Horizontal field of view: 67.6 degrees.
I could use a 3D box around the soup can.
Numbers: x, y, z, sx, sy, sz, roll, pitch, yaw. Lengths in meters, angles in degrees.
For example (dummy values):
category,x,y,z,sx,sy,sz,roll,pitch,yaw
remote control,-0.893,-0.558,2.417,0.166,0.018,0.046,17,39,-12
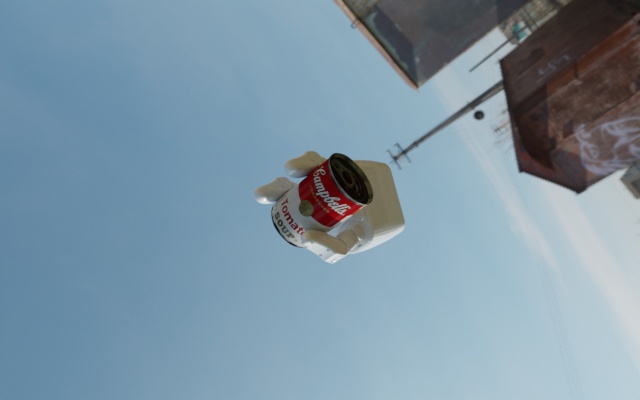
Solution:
category,x,y,z,sx,sy,sz,roll,pitch,yaw
soup can,0.000,0.002,0.547,0.102,0.068,0.068,-37,-22,31
